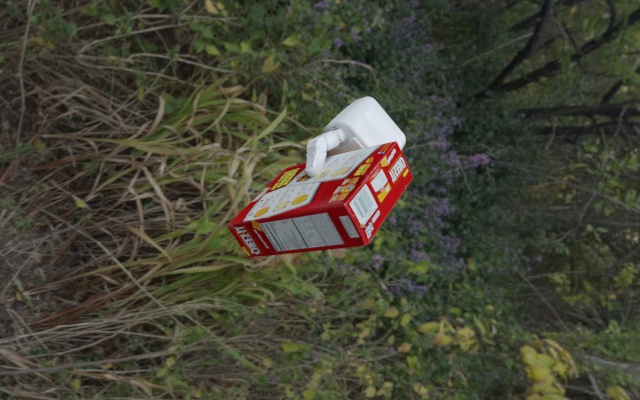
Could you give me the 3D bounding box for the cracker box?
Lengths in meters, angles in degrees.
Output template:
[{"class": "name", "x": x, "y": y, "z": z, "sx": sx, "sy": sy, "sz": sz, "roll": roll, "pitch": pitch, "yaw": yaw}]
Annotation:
[{"class": "cracker box", "x": 0.000, "y": 0.002, "z": 0.671, "sx": 0.214, "sy": 0.072, "sz": 0.164, "roll": -11, "pitch": 26, "yaw": 39}]
